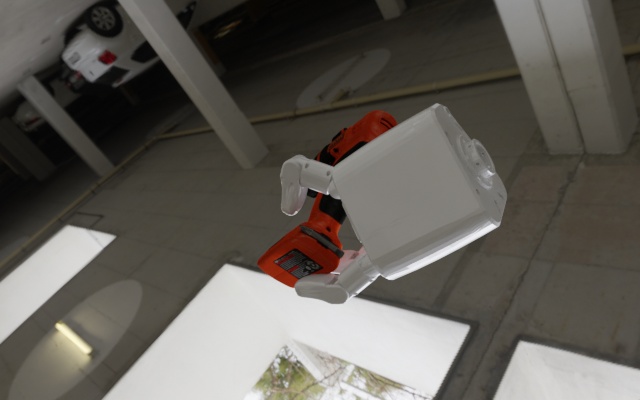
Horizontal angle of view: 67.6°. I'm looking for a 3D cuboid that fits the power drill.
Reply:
[{"bbox_3d":[0.000,0.002,0.534,0.057,0.187,0.184,34,-34,-13],"label":"power drill"}]
